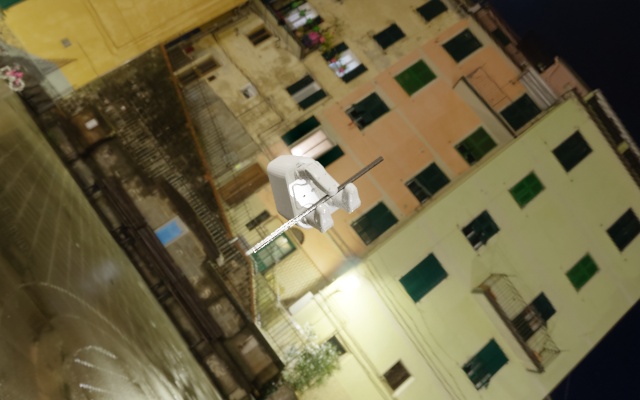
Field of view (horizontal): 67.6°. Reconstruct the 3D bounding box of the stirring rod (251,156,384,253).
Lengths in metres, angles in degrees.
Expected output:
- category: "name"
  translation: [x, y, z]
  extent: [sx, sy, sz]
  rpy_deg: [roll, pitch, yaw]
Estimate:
- category: "stirring rod"
  translation: [0.000, 0.002, 0.696]
  extent: [0.239, 0.011, 0.011]
  rpy_deg: [-35, 11, -16]
